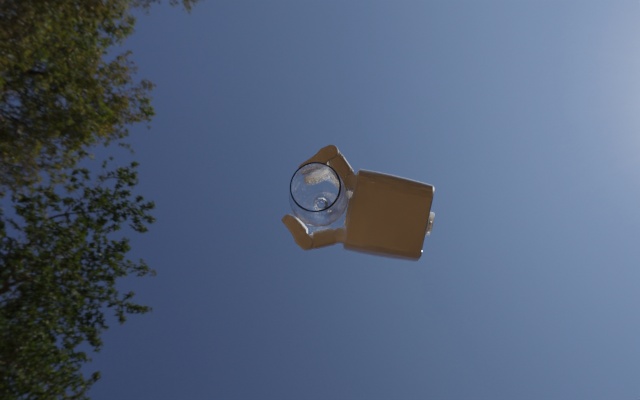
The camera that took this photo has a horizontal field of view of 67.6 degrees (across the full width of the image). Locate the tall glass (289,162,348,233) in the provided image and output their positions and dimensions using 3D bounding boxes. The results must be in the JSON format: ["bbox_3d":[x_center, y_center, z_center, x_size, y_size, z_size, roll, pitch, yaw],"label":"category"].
[{"bbox_3d":[0.000,0.002,0.666,0.079,0.079,0.201,0,-11,4],"label":"tall glass"}]
